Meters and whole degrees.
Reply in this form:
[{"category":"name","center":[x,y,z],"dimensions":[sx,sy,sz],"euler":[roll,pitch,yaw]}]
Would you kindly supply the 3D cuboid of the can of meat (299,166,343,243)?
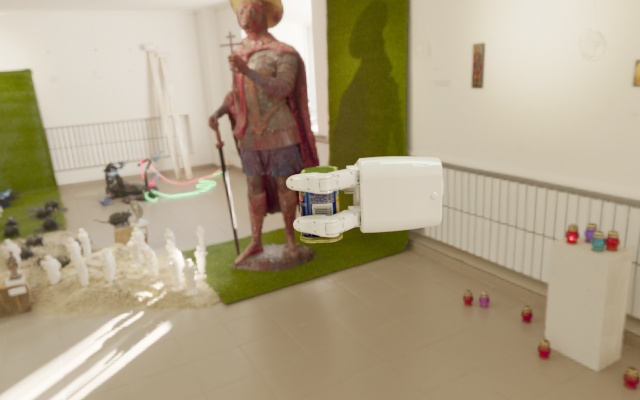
[{"category":"can of meat","center":[0.000,0.002,0.663],"dimensions":[0.057,0.084,0.102],"euler":[-2,16,3]}]
